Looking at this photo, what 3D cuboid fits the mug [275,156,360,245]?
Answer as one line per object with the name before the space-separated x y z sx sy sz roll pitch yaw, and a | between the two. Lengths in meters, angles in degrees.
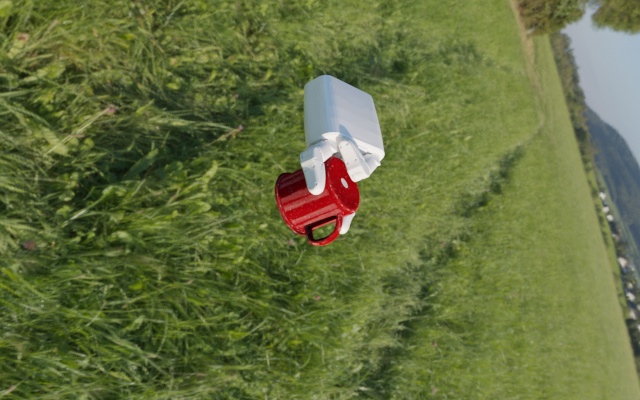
mug | 0.000 0.003 0.634 0.081 0.117 0.093 -22 -31 29
